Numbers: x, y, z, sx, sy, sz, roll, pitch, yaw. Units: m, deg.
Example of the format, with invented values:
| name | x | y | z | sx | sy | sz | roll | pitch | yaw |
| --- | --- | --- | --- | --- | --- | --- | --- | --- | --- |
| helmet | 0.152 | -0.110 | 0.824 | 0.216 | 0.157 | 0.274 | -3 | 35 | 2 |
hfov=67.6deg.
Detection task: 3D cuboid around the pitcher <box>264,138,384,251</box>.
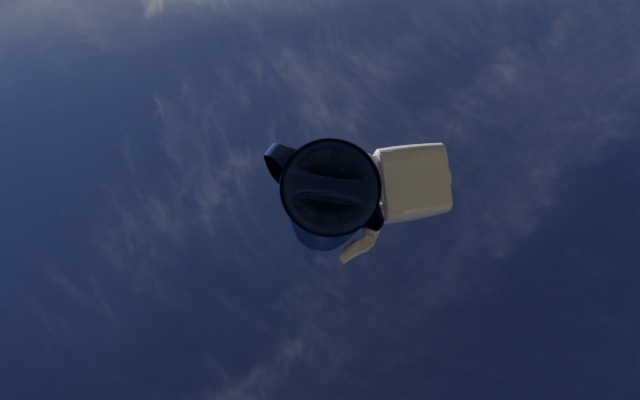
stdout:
| name | x | y | z | sx | sy | sz | roll | pitch | yaw |
| --- | --- | --- | --- | --- | --- | --- | --- | --- | --- |
| pitcher | 0.000 | 0.002 | 0.725 | 0.145 | 0.149 | 0.243 | -10 | -13 | -5 |
